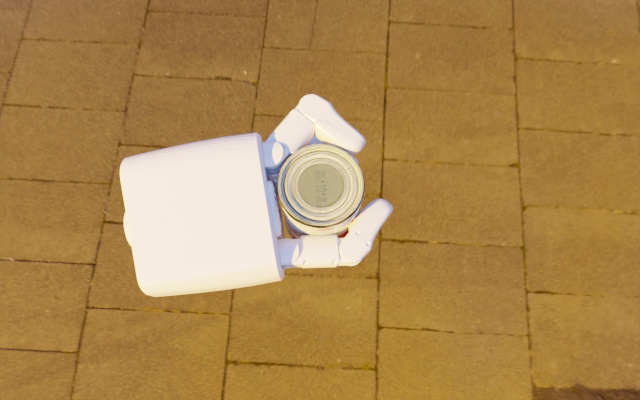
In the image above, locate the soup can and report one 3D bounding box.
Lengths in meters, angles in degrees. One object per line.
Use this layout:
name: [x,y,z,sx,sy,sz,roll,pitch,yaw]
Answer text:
soup can: [0.001,0.001,0.402,0.068,0.068,0.102,0,-16,0]
